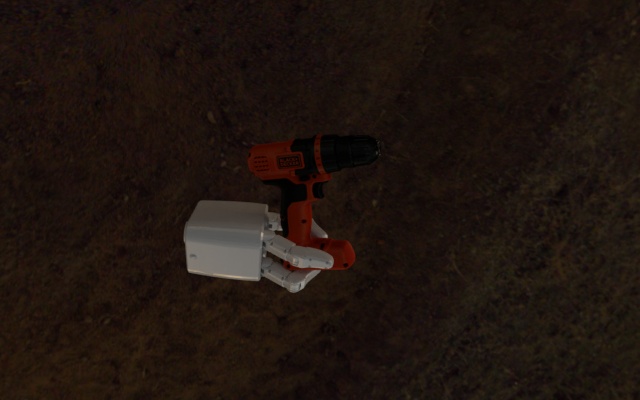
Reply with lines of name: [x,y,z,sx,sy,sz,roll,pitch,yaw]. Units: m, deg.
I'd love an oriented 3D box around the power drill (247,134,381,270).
power drill: [0.000,0.003,0.665,0.184,0.188,0.057,-3,16,18]
